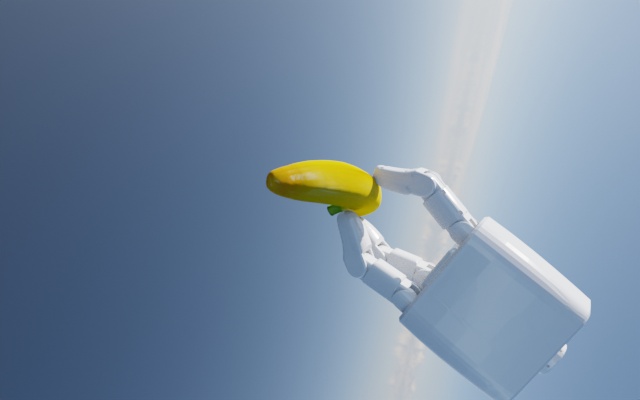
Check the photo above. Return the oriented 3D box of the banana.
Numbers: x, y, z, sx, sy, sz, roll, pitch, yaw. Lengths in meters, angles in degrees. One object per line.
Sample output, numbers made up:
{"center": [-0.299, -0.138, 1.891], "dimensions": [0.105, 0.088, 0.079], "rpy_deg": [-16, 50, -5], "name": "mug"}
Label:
{"center": [0.018, -0.006, 0.432], "dimensions": [0.069, 0.037, 0.198], "rpy_deg": [-24, -15, 11], "name": "banana"}
